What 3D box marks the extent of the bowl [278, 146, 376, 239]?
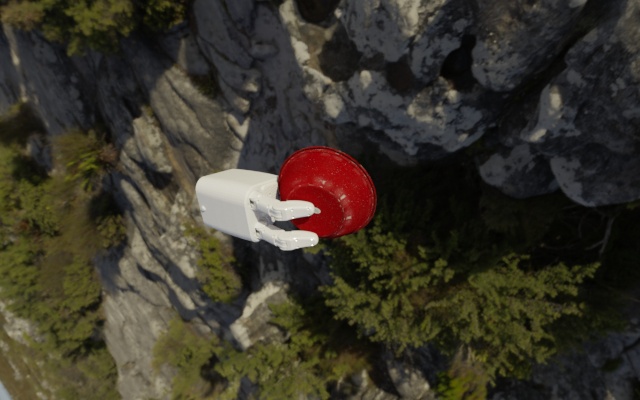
[{"bbox_3d":[0.001,0.002,0.720,0.162,0.162,0.055,0,32,22],"label":"bowl"}]
